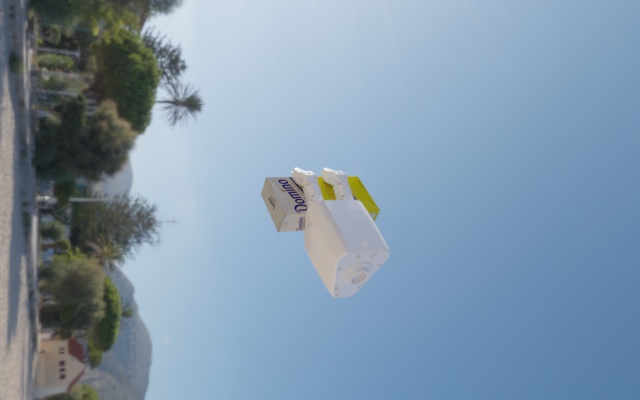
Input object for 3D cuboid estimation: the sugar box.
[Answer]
[{"bbox_3d":[0.000,0.002,0.788,0.176,0.048,0.093,-1,42,-30],"label":"sugar box"}]
